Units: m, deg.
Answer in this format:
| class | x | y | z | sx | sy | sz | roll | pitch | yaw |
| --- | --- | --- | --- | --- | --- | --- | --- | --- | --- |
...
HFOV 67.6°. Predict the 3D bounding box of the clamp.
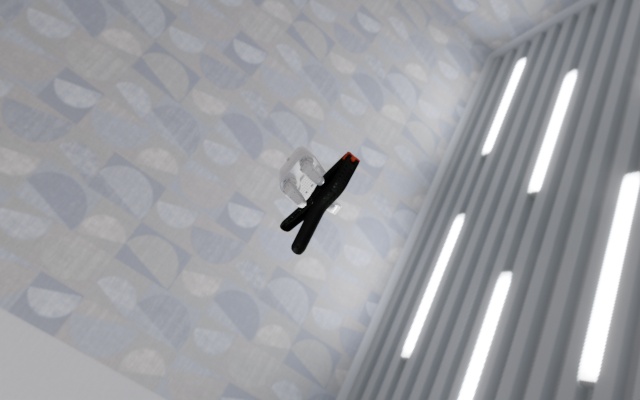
| class | x | y | z | sx | sy | sz | roll | pitch | yaw |
| --- | --- | --- | --- | --- | --- | --- | --- | --- | --- |
| clamp | 0.001 | 0.003 | 0.885 | 0.036 | 0.210 | 0.164 | 37 | 9 | -18 |
